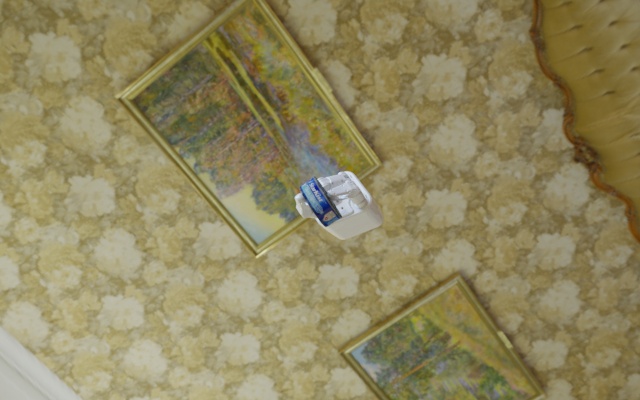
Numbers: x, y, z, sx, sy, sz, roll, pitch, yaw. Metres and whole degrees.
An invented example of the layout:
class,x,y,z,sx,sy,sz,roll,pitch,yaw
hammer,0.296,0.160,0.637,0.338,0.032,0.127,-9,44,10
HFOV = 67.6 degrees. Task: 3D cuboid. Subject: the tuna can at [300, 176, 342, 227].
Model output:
class,x,y,z,sx,sy,sz,roll,pitch,yaw
tuna can,0.000,0.003,0.821,0.034,0.086,0.086,-34,-3,4
